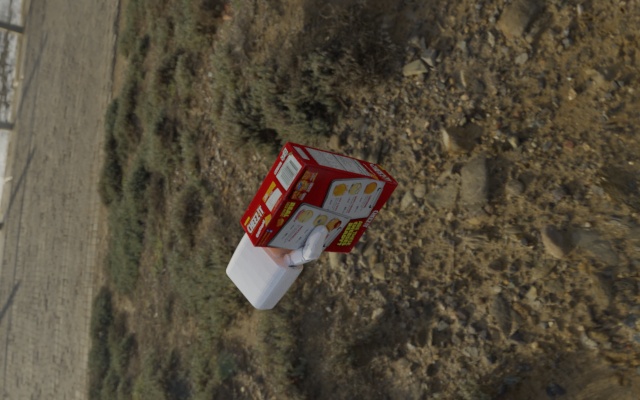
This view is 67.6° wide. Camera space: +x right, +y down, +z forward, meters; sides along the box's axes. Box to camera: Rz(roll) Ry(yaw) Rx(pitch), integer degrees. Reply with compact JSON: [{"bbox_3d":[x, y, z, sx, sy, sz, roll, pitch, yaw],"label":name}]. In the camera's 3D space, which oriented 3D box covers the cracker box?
[{"bbox_3d":[0.000,0.003,0.784,0.214,0.164,0.072,8,34,-43],"label":"cracker box"}]
